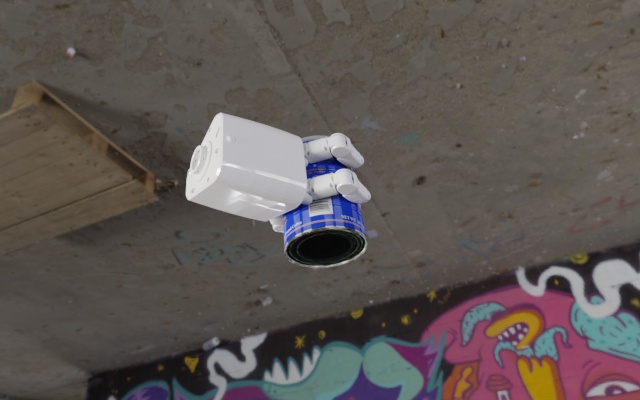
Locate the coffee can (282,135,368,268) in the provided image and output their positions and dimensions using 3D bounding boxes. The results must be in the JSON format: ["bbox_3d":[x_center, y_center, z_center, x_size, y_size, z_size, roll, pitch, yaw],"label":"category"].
[{"bbox_3d":[0.000,0.002,0.617,0.103,0.140,0.103,-5,-33,-3],"label":"coffee can"}]
